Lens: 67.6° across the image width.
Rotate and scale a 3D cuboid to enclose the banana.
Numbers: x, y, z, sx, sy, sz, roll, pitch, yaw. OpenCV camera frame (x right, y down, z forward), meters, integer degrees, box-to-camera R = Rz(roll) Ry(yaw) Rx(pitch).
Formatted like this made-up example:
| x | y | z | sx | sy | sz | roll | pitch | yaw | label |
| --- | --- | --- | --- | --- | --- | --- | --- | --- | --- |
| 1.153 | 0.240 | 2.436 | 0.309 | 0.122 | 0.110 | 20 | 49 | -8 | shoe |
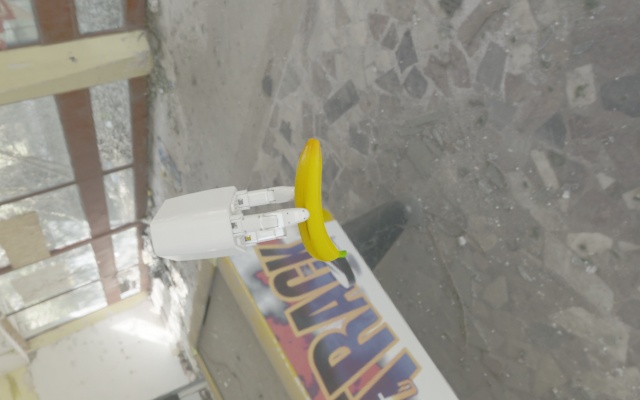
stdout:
| x | y | z | sx | sy | sz | roll | pitch | yaw | label |
| --- | --- | --- | --- | --- | --- | --- | --- | --- | --- |
| -0.007 | 0.015 | 0.669 | 0.037 | 0.198 | 0.069 | 4 | 32 | 29 | banana |
